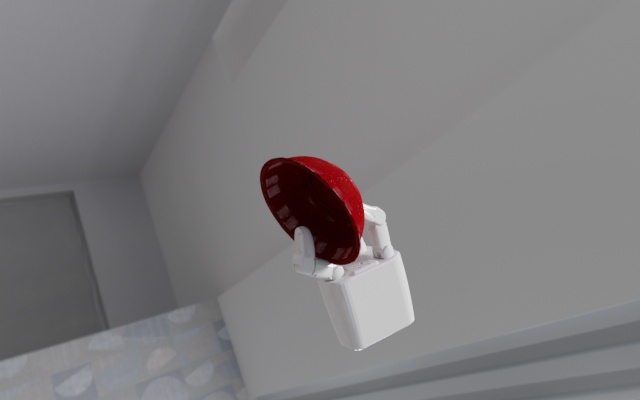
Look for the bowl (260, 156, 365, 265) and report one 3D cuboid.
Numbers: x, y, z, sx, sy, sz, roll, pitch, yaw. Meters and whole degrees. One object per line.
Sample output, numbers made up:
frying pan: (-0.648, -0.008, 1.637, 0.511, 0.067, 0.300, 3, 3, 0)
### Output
bowl: (0.000, 0.001, 0.595, 0.055, 0.162, 0.162, -42, 25, -30)
